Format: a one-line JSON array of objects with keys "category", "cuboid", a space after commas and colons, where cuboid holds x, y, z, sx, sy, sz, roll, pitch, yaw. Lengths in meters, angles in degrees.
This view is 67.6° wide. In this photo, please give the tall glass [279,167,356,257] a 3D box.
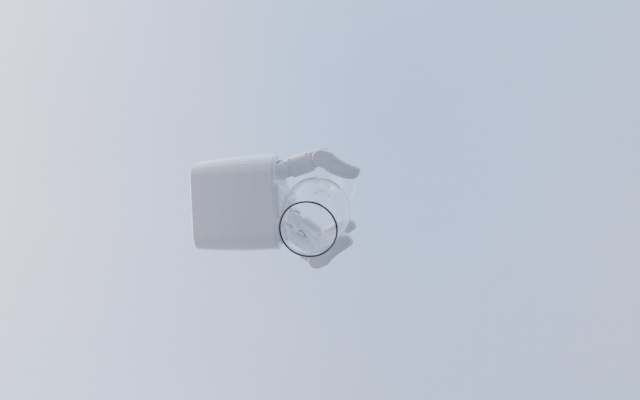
[{"category": "tall glass", "cuboid": [0.000, 0.002, 0.582, 0.079, 0.079, 0.201, 0, 16, 8]}]
